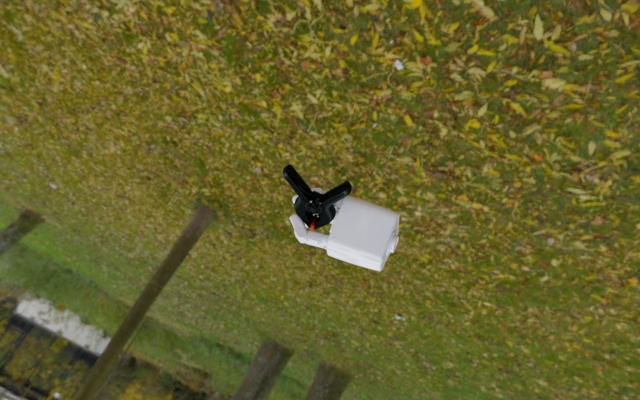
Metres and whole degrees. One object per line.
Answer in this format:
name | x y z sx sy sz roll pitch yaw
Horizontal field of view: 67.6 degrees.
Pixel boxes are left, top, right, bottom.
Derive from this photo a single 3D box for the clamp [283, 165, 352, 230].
clamp | 0.000 0.003 0.859 0.120 0.039 0.172 17 -29 17
